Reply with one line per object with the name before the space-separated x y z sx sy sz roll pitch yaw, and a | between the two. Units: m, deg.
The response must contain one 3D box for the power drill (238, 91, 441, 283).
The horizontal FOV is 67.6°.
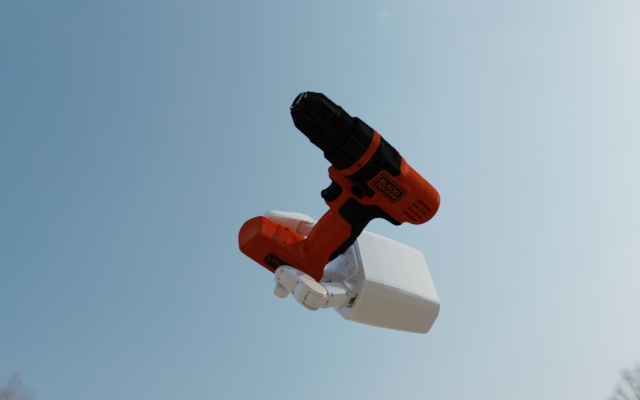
power drill | 0.000 0.002 0.489 0.184 0.188 0.057 38 29 -21
